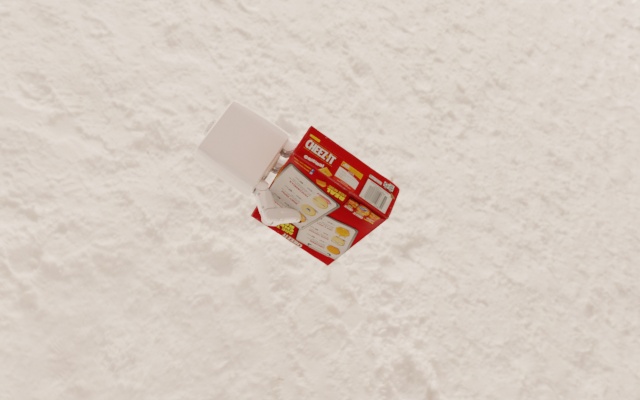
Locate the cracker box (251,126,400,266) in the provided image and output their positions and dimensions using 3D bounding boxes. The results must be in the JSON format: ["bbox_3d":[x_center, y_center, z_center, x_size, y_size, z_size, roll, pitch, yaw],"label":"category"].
[{"bbox_3d":[0.000,0.003,0.757,0.164,0.072,0.214,34,-34,-6],"label":"cracker box"}]
